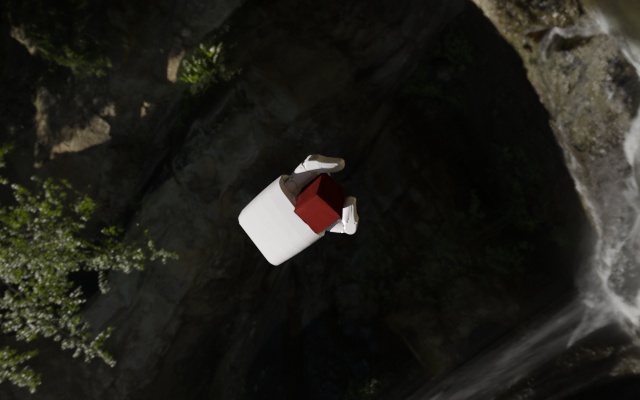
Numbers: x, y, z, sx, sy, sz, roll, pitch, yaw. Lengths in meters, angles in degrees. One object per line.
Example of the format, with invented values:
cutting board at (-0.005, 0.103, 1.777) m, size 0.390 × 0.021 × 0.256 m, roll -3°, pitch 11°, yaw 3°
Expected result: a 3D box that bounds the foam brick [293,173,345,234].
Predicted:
foam brick at (0.000, 0.002, 0.724) m, size 0.051 × 0.053 × 0.078 m, roll -37°, pitch 18°, yaw 24°
